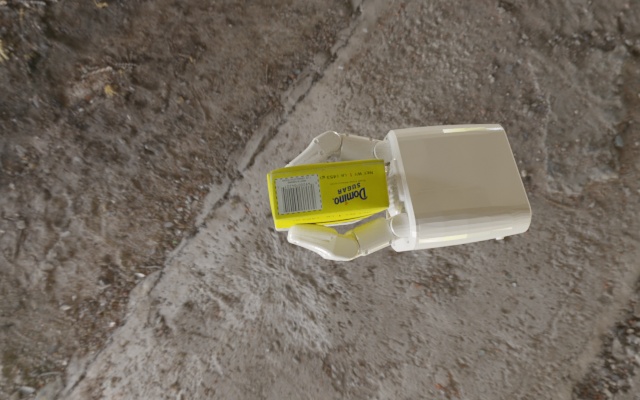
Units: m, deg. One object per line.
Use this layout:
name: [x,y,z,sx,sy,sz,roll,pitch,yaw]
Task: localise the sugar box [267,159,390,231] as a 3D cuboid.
sugar box: [0.000,0.002,0.451,0.093,0.048,0.176,-6,-8,-4]
